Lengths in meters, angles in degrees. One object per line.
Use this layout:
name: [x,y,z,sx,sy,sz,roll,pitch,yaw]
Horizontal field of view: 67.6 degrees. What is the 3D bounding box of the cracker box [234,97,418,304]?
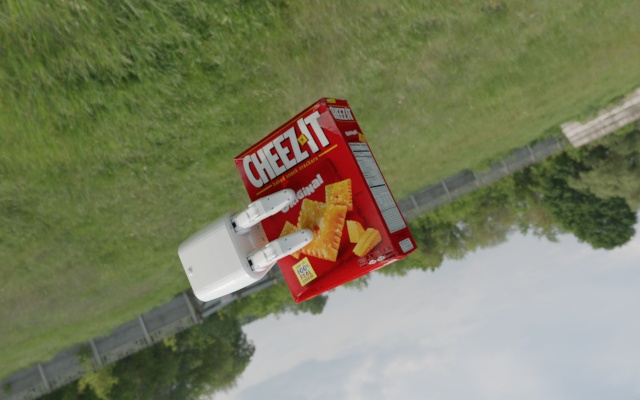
cracker box: [0.000,0.002,0.614,0.164,0.213,0.072,-29,-8,29]
